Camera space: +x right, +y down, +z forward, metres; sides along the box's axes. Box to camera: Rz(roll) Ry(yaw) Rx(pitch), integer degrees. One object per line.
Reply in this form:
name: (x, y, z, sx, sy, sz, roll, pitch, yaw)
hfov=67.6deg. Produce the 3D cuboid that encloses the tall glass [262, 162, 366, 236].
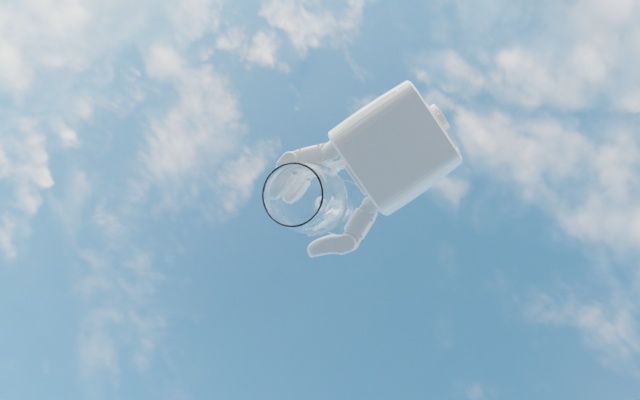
tall glass: (0.000, 0.002, 0.543, 0.079, 0.079, 0.201, 0, -4, 16)
